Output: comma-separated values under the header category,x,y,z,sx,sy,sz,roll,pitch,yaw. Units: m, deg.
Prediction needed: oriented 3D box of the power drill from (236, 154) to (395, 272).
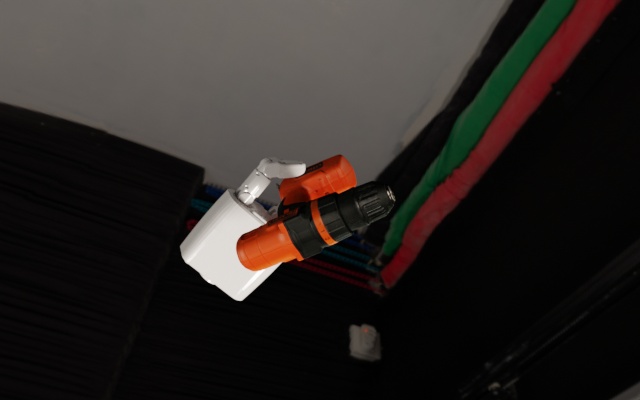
category,x,y,z,sx,sy,sz,roll,pitch,yaw
power drill,0.000,0.002,0.574,0.184,0.057,0.187,-22,16,15
